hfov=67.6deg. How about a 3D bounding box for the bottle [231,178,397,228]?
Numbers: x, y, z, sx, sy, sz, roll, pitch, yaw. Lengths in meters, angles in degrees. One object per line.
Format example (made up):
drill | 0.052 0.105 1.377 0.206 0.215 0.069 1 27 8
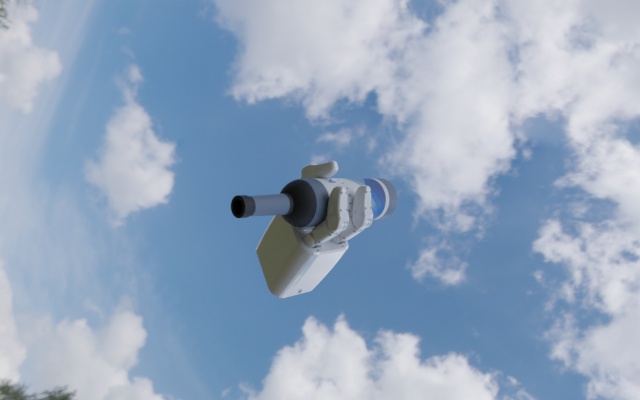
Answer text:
bottle | 0.000 0.002 0.674 0.069 0.069 0.296 0 2 42
